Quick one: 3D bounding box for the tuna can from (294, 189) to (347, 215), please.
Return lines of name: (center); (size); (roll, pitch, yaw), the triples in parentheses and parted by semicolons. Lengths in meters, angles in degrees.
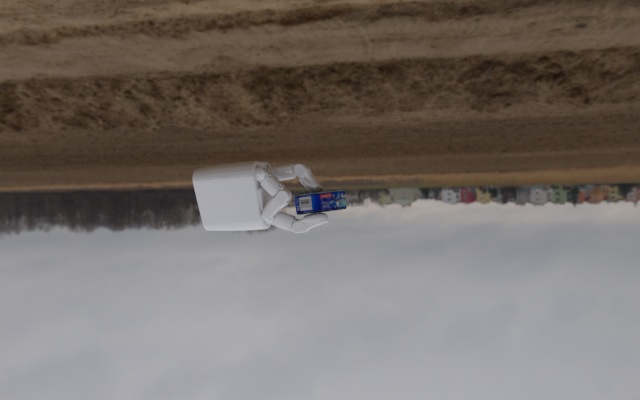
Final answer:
tuna can: (0.000, 0.003, 0.791); (0.086, 0.034, 0.086); (-7, -1, 0)
